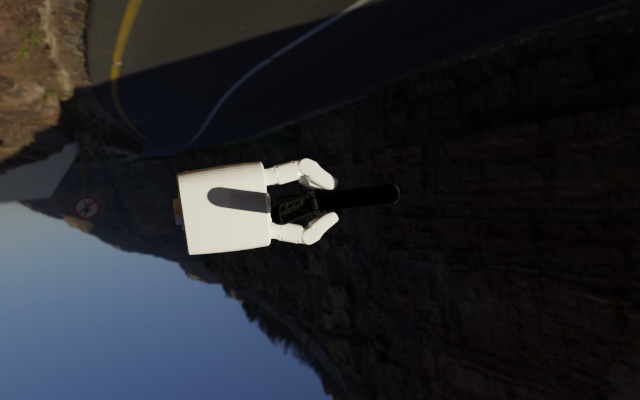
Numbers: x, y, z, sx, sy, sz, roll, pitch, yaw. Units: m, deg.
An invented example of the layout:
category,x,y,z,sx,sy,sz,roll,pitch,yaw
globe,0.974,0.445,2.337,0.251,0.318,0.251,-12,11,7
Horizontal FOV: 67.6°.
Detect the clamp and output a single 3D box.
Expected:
category,x,y,z,sx,sy,sz,roll,pitch,yaw
clamp,0.000,0.003,0.647,0.164,0.036,0.210,-9,3,-14
